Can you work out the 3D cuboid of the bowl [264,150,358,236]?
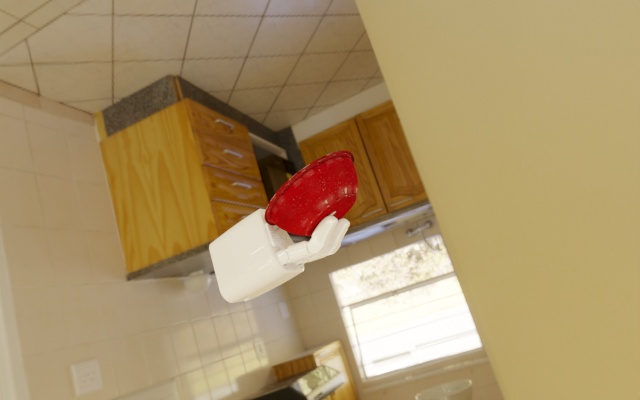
[{"bbox_3d":[0.001,0.002,0.692,0.162,0.055,0.162,-34,-19,-13],"label":"bowl"}]
